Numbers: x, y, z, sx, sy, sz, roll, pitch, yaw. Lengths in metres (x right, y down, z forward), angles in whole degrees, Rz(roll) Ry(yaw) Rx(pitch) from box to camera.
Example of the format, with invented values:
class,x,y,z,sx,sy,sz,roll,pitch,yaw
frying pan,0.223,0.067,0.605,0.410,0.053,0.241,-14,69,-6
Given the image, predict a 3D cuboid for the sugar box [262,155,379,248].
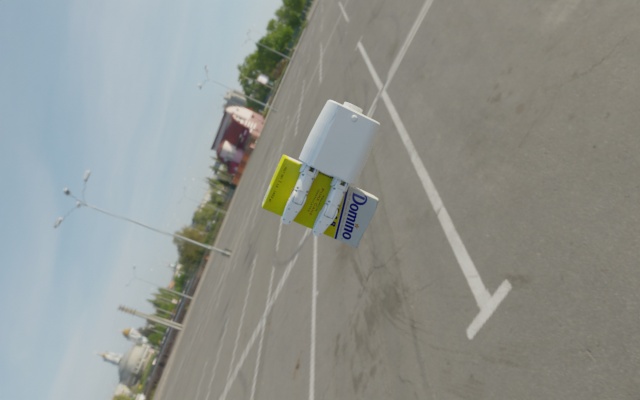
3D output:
class,x,y,z,sx,sy,sz,roll,pitch,yaw
sugar box,0.000,0.003,0.794,0.176,0.093,0.048,23,8,-11
